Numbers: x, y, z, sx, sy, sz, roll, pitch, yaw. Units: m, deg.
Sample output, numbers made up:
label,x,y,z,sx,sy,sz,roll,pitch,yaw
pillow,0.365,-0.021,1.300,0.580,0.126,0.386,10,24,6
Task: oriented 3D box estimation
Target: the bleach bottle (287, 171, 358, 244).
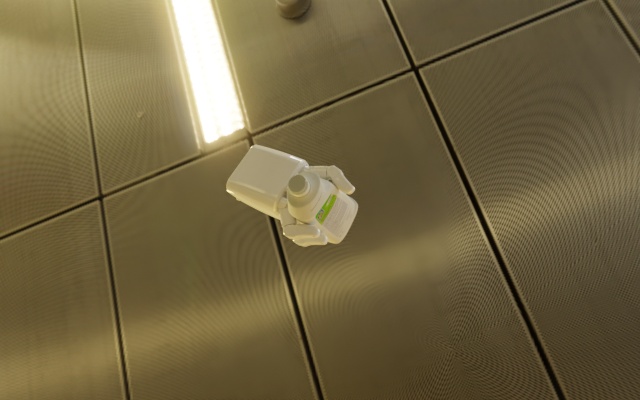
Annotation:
label,x,y,z,sx,sy,sz,roll,pitch,yaw
bleach bottle,0.000,0.003,0.830,0.068,0.102,0.251,22,-10,20
